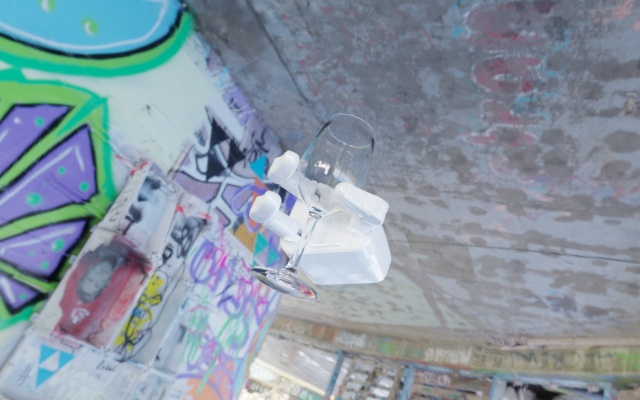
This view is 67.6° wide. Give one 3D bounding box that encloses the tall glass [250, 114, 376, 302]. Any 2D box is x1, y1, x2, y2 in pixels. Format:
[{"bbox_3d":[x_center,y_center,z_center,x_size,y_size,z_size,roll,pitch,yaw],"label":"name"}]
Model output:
[{"bbox_3d":[0.000,0.002,0.517,0.079,0.201,0.079,19,-25,9],"label":"tall glass"}]
